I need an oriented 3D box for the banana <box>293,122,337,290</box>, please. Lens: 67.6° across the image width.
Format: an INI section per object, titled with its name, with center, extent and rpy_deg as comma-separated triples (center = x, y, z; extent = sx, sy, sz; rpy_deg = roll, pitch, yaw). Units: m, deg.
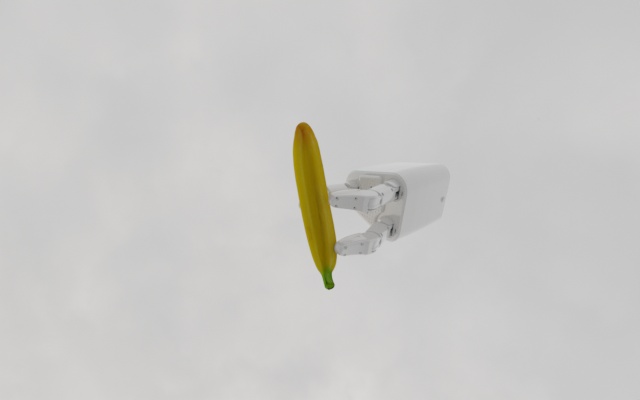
[banana]
center = -0.004, 0.004, 0.582
extent = 0.037, 0.198, 0.069
rpy_deg = -13, 7, -14
